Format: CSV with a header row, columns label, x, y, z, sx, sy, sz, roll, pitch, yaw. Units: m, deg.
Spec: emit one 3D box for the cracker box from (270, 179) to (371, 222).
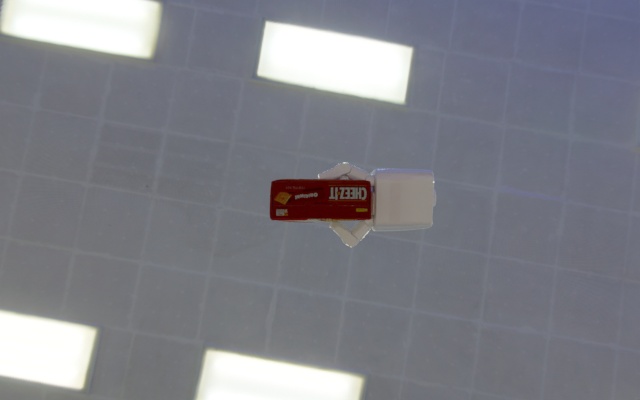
label,x,y,z,sx,sy,sz,roll,pitch,yaw
cracker box,0.000,0.003,0.865,0.164,0.072,0.214,-1,-3,0
